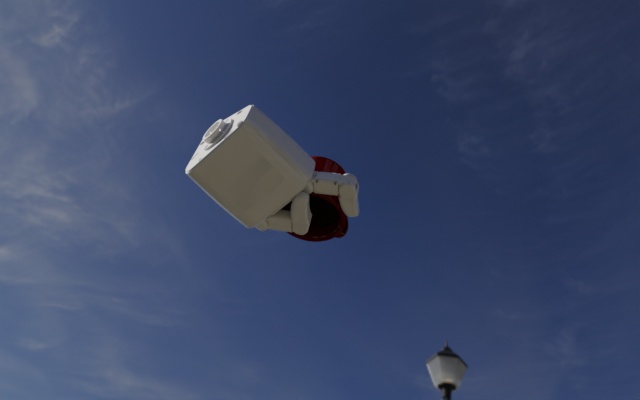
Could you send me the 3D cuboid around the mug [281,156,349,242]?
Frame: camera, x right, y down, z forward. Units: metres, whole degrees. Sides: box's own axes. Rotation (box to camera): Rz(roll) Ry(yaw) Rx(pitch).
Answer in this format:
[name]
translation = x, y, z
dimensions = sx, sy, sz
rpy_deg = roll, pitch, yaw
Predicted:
[mug]
translation = 0.001, 0.003, 0.646
dimensions = 0.093, 0.081, 0.117
rpy_deg = -27, -57, 33
